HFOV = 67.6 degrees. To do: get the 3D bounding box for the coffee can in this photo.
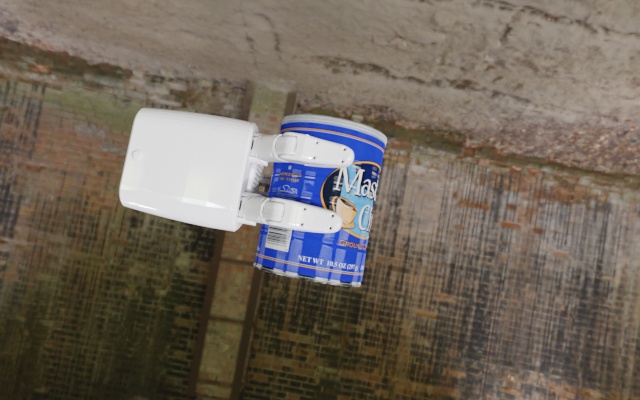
[{"bbox_3d":[0.000,0.001,0.450,0.103,0.140,0.103,10,-4,1],"label":"coffee can"}]
